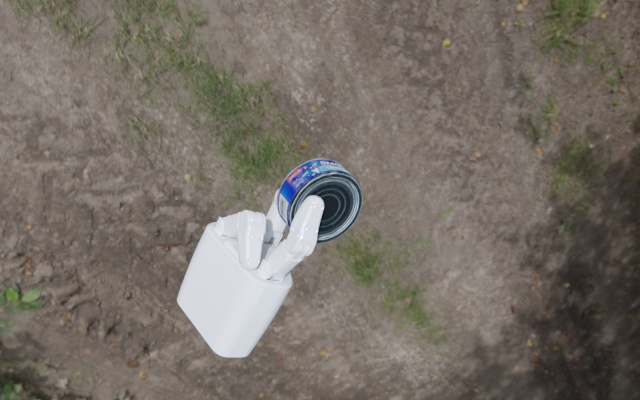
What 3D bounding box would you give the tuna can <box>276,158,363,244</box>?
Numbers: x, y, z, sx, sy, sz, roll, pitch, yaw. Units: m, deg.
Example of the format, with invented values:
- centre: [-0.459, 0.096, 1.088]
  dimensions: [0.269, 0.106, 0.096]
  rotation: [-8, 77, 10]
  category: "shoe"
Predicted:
- centre: [0.000, 0.002, 0.494]
  dimensions: [0.086, 0.086, 0.033]
  rotation: [0, 28, -29]
  category: "tuna can"
